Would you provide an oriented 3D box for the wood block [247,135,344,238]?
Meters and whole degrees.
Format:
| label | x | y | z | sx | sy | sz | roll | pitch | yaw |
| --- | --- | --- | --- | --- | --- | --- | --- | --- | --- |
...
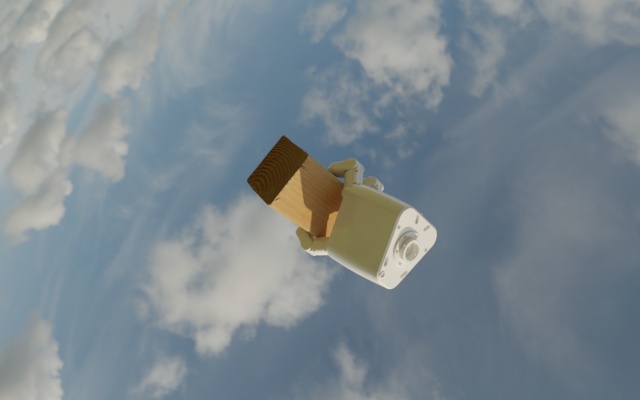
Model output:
| label | x | y | z | sx | sy | sz | roll | pitch | yaw |
| --- | --- | --- | --- | --- | --- | --- | --- | --- | --- |
| wood block | 0.000 | 0.003 | 0.739 | 0.206 | 0.091 | 0.090 | 37 | 3 | -39 |
